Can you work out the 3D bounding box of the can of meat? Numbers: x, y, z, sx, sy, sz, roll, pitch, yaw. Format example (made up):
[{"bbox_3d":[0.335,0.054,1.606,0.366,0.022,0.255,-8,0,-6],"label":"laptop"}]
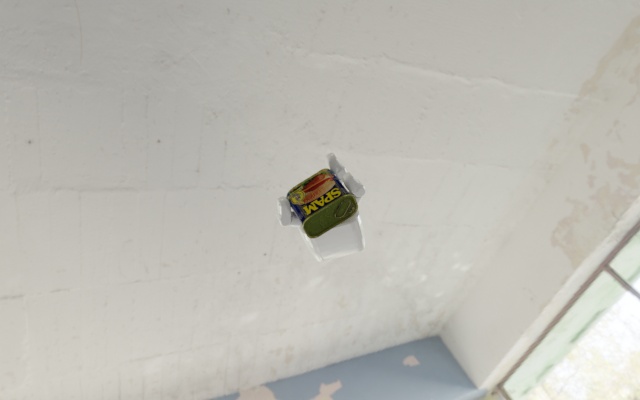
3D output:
[{"bbox_3d":[0.000,0.003,0.828,0.102,0.084,0.057,-31,-41,-4],"label":"can of meat"}]
